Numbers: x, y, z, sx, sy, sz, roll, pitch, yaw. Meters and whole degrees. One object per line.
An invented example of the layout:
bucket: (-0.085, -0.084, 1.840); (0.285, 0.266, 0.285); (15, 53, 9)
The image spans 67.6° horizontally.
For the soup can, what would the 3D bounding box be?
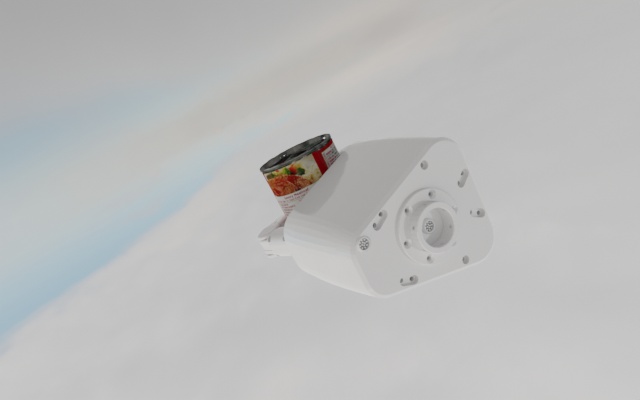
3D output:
soup can: (0.000, 0.002, 0.422); (0.068, 0.102, 0.068); (-25, 15, 7)
